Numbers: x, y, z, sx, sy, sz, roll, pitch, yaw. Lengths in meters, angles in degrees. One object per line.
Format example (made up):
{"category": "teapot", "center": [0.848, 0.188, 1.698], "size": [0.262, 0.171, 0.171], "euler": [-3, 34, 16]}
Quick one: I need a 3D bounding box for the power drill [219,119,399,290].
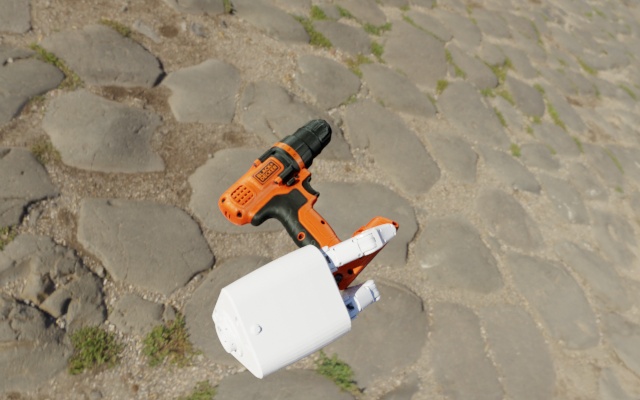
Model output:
{"category": "power drill", "center": [0.000, 0.002, 0.585], "size": [0.187, 0.184, 0.057], "euler": [39, -24, 12]}
